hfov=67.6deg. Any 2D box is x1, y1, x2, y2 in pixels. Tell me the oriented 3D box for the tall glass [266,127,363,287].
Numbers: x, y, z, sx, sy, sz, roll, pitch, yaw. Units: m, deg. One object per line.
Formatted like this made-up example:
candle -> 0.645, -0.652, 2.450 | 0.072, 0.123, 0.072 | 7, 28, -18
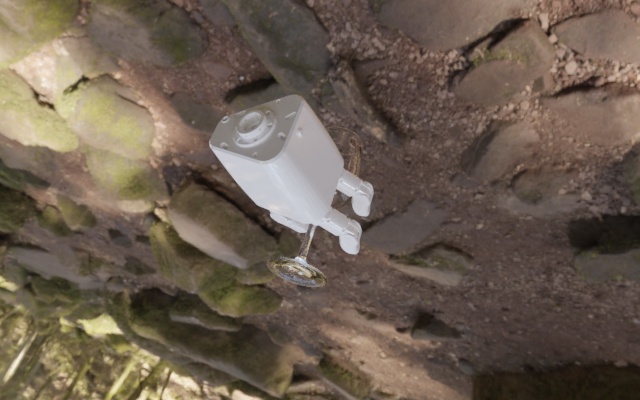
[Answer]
tall glass -> 0.000, 0.003, 0.604 | 0.079, 0.201, 0.079 | 15, -29, 8
